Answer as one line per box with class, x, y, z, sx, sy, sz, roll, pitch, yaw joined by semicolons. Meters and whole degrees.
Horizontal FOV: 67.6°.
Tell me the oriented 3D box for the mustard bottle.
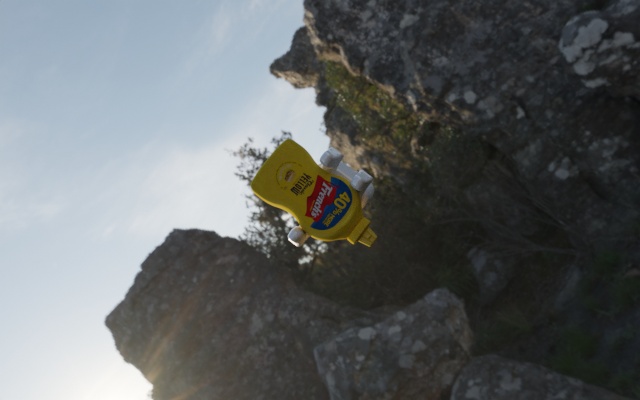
mustard bottle;0.000;0.002;0.690;0.191;0.096;0.058;37;-9;8
